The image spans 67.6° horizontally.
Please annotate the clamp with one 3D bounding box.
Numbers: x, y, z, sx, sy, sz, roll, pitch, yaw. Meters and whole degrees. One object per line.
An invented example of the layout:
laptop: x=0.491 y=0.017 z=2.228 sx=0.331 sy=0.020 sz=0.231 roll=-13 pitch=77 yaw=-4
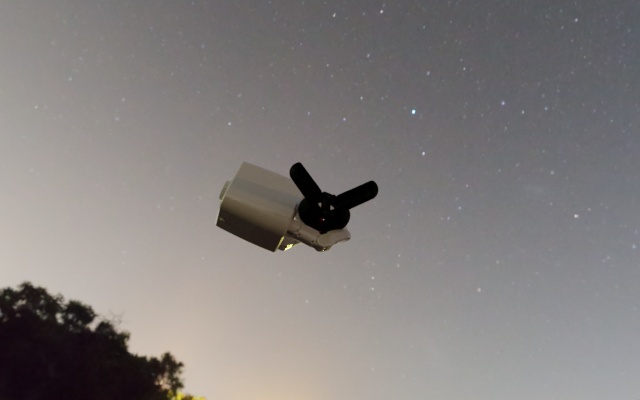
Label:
clamp: x=0.000 y=0.002 z=0.694 sx=0.120 sy=0.039 sz=0.171 roll=23 pitch=-33 yaw=-5
